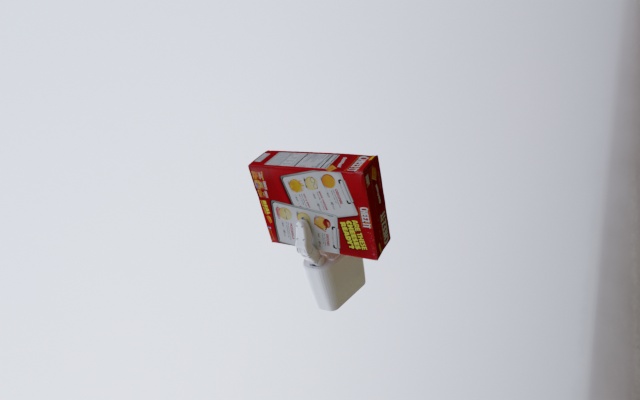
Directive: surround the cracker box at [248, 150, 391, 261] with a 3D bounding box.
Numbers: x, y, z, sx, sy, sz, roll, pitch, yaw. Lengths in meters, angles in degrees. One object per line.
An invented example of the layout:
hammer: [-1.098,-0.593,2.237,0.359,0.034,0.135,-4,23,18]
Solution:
cracker box: [0.000,0.003,0.800,0.213,0.164,0.072,6,35,29]
